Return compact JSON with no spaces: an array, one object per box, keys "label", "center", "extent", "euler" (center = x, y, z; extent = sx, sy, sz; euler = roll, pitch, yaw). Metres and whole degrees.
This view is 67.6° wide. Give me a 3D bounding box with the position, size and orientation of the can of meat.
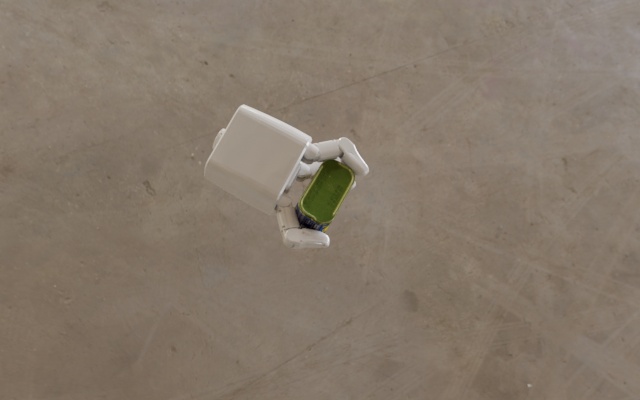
[{"label":"can of meat","center":[0.000,0.002,0.661],"extent":[0.057,0.102,0.084],"euler":[30,-28,0]}]
